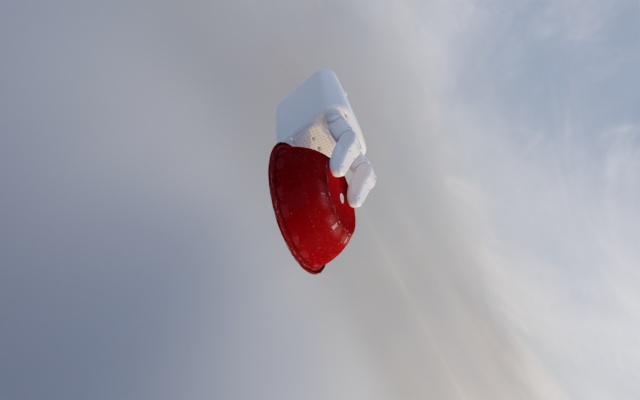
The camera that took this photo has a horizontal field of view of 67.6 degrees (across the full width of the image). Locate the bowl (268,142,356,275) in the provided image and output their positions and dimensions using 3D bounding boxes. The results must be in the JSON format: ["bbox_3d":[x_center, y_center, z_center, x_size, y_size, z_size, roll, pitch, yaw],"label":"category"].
[{"bbox_3d":[0.001,0.003,0.558,0.055,0.162,0.162,-16,-5,18],"label":"bowl"}]
